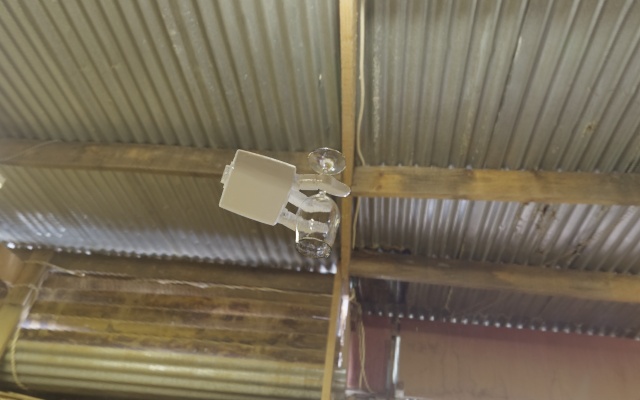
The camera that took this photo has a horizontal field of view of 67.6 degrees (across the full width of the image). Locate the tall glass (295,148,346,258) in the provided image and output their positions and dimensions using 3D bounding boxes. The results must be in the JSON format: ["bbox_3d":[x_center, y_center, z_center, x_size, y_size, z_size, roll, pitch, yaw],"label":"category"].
[{"bbox_3d":[0.000,0.002,0.858,0.079,0.201,0.079,5,-37,4],"label":"tall glass"}]
